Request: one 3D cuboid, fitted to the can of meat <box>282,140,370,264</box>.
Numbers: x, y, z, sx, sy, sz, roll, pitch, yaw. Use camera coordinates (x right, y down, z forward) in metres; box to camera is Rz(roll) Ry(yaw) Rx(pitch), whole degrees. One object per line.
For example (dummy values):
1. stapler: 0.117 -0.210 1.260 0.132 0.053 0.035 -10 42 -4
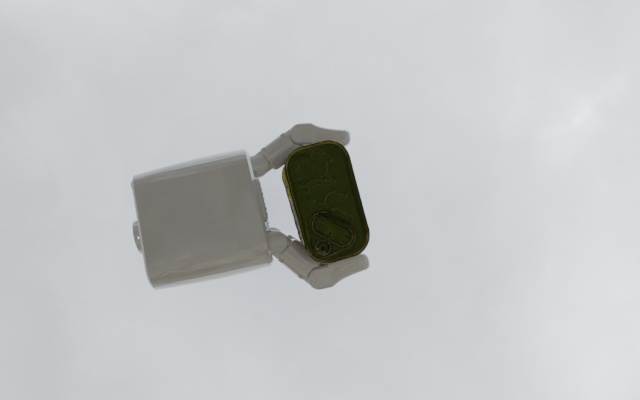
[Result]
1. can of meat: 0.000 0.001 0.442 0.057 0.102 0.084 -16 2 -8
